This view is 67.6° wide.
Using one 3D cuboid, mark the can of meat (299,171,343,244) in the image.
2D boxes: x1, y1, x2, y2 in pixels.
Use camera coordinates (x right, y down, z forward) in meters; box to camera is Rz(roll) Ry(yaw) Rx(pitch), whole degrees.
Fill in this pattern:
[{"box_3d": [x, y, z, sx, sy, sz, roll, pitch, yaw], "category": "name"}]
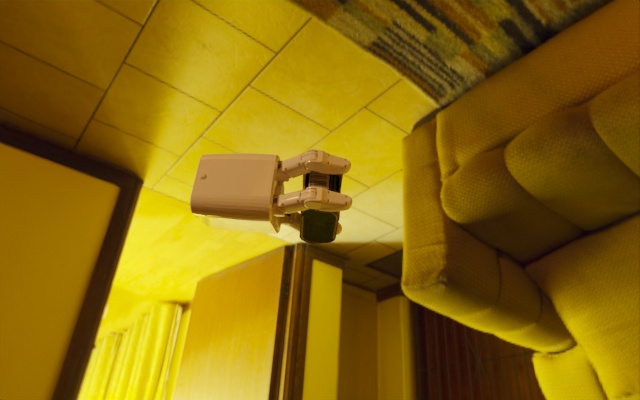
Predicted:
[{"box_3d": [0.000, 0.003, 0.662, 0.057, 0.084, 0.102, 5, -32, 0], "category": "can of meat"}]
